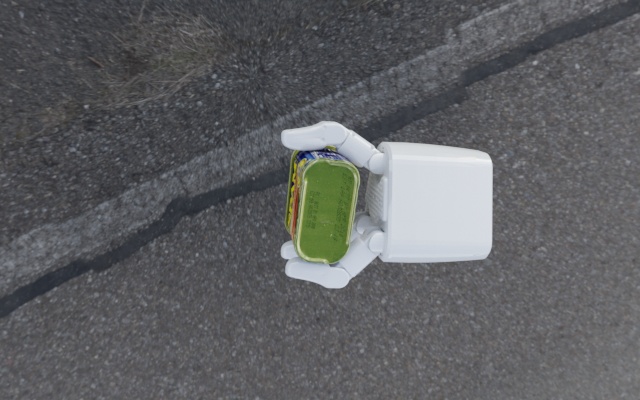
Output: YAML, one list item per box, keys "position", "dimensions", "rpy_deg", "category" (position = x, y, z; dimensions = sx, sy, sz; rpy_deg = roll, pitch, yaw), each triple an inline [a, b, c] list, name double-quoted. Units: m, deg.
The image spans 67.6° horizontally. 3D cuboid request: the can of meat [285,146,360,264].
- position: [0.000, 0.001, 0.459]
  dimensions: [0.057, 0.102, 0.084]
  rpy_deg: [5, 14, -10]
  category: "can of meat"
